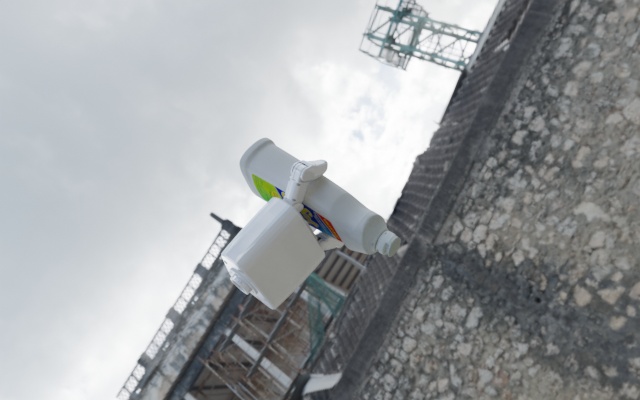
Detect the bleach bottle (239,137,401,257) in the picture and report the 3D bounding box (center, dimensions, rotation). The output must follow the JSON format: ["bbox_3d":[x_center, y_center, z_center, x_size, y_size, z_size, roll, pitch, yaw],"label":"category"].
[{"bbox_3d":[0.000,0.002,0.670,0.250,0.068,0.103,29,-25,31],"label":"bleach bottle"}]
